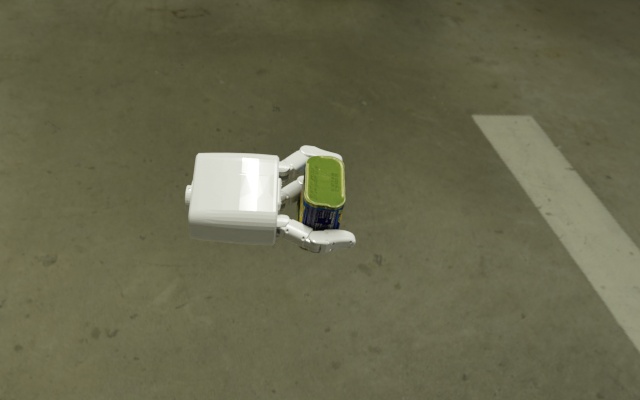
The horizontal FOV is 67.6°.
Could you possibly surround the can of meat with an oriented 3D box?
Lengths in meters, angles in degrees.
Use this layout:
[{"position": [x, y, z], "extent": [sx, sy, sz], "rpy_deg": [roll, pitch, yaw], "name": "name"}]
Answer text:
[{"position": [0.000, 0.002, 0.630], "extent": [0.057, 0.084, 0.102], "rpy_deg": [5, 44, -5], "name": "can of meat"}]
